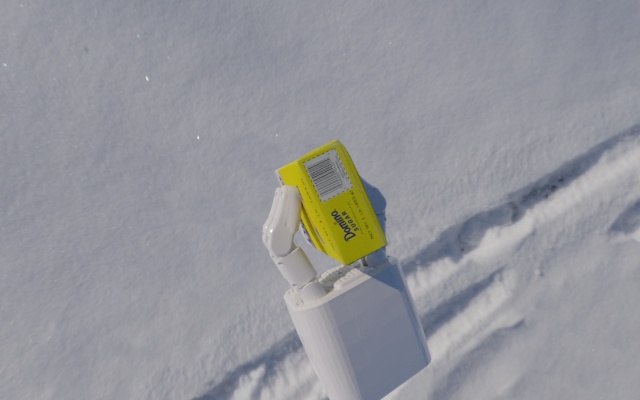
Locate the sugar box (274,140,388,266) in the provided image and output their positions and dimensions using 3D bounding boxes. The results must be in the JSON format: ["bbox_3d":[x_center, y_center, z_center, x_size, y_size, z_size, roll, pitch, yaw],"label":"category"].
[{"bbox_3d":[0.000,0.002,0.451,0.048,0.093,0.176,-25,5,-12],"label":"sugar box"}]
